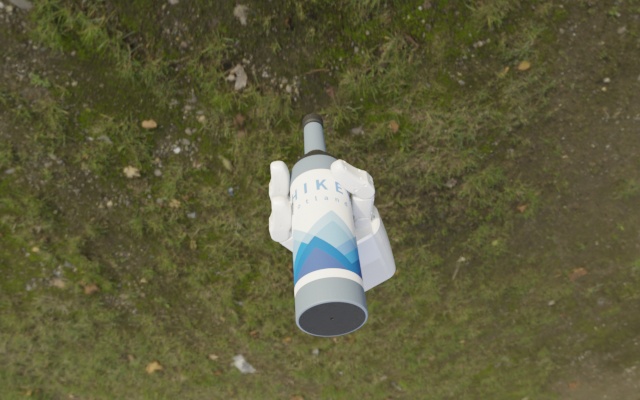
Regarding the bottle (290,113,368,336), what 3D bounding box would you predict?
[{"bbox_3d":[0.000,0.002,0.536,0.069,0.295,0.069,-3,-43,-3],"label":"bottle"}]
